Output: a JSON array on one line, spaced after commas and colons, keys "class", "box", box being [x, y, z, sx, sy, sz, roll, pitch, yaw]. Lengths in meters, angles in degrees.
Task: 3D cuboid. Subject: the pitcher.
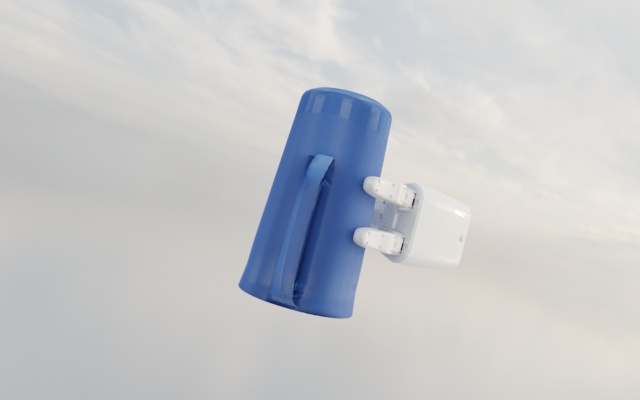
[{"class": "pitcher", "box": [0.000, 0.002, 0.535, 0.145, 0.243, 0.149, 16, -2, -35]}]
